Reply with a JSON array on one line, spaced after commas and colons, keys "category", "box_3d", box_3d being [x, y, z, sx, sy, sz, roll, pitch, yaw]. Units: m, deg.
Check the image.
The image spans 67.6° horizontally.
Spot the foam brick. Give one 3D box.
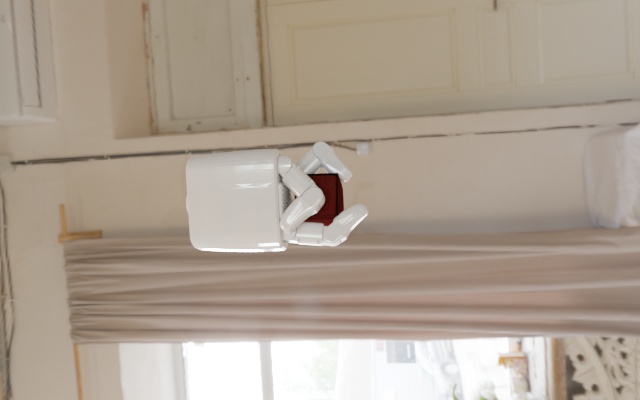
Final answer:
[{"category": "foam brick", "box_3d": [0.000, 0.002, 0.579, 0.051, 0.053, 0.078, -3, -15, 7]}]
